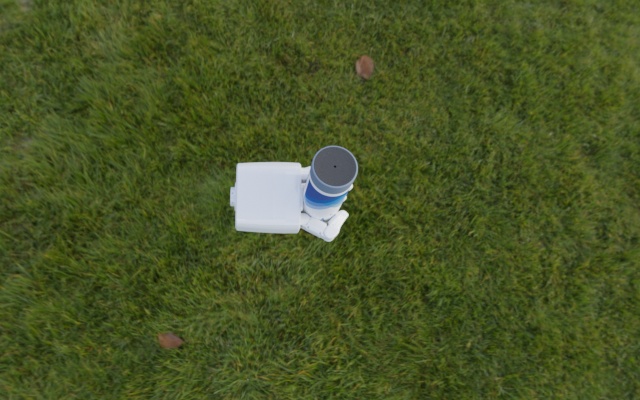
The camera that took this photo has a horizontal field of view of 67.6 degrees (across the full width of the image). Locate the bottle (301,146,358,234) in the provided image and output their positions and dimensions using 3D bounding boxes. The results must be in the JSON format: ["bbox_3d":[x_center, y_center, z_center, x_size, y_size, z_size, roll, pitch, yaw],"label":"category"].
[{"bbox_3d":[0.000,0.003,0.814,0.069,0.069,0.296,0,-20,-9],"label":"bottle"}]
